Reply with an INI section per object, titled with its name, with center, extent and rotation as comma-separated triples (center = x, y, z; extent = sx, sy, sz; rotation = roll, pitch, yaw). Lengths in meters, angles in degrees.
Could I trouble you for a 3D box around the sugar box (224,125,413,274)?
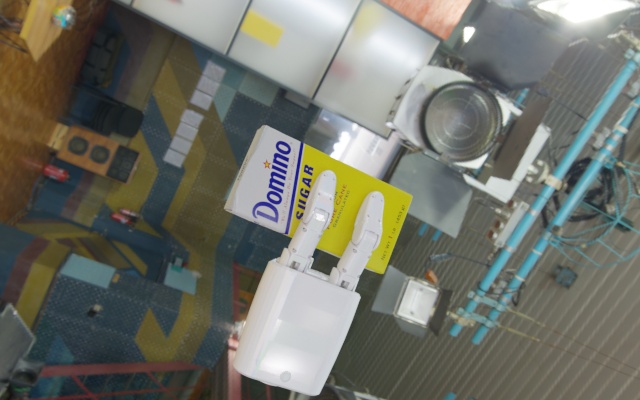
[sugar box]
center = 0.000, 0.002, 0.497
extent = 0.176, 0.093, 0.048
rotation = 24, -8, -18
